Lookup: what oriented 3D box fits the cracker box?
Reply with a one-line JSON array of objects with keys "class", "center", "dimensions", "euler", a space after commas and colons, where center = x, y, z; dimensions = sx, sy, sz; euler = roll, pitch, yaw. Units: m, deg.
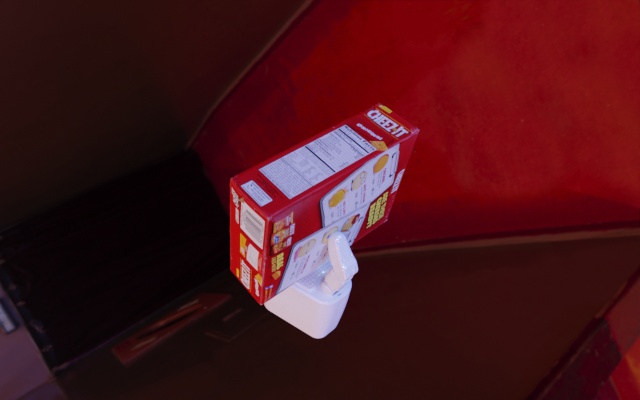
[{"class": "cracker box", "center": [0.000, 0.002, 0.545], "dimensions": [0.213, 0.164, 0.072], "euler": [-31, 61, -30]}]
